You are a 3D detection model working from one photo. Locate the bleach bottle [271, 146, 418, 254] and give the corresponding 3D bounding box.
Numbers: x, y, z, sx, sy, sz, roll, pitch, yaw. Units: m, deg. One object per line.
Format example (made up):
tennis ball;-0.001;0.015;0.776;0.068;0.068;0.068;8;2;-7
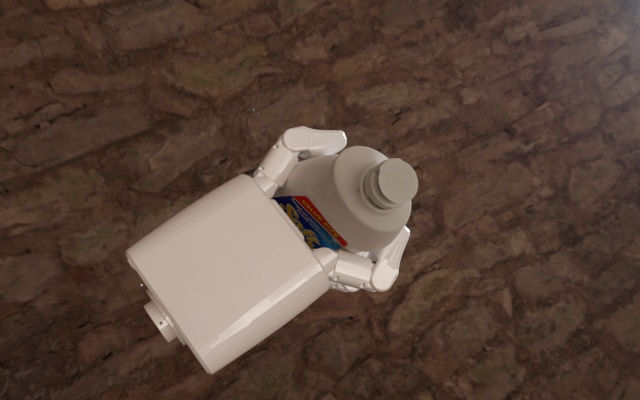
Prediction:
bleach bottle;0.000;0.001;0.411;0.068;0.102;0.251;-35;4;-22
